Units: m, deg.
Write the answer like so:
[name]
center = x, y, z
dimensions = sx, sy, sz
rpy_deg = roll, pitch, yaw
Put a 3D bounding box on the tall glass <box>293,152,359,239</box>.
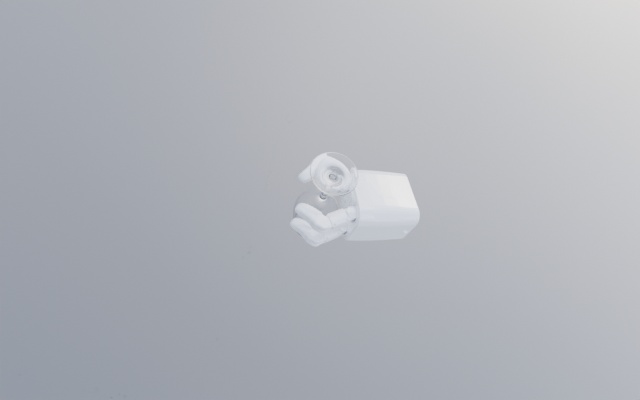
[tall glass]
center = 0.000, 0.002, 0.793
dimensions = 0.079, 0.079, 0.201
rpy_deg = 0, -25, -14
